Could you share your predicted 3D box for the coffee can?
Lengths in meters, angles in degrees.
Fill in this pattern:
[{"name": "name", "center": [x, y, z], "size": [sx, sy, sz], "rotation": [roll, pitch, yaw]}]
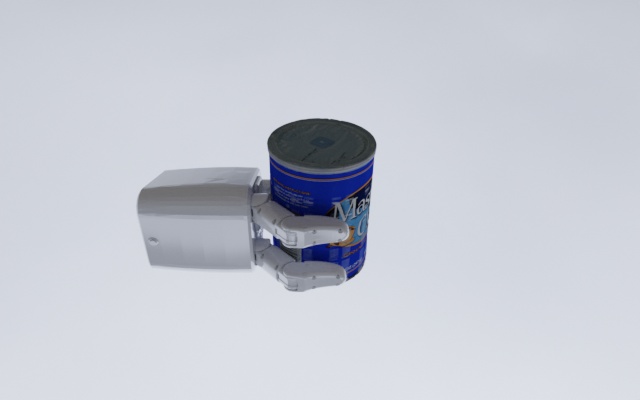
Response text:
[{"name": "coffee can", "center": [0.000, 0.001, 0.485], "size": [0.103, 0.140, 0.102], "rotation": [1, 34, -1]}]
